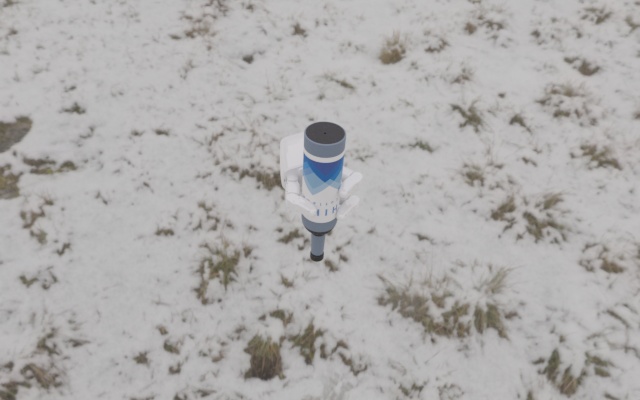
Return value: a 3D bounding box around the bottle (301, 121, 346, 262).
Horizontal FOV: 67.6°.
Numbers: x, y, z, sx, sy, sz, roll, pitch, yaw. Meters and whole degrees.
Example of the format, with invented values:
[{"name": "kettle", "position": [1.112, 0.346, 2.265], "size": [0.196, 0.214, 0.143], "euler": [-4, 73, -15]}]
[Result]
[{"name": "bottle", "position": [0.000, 0.003, 0.845], "size": [0.069, 0.296, 0.069], "euler": [2, 42, -2]}]
